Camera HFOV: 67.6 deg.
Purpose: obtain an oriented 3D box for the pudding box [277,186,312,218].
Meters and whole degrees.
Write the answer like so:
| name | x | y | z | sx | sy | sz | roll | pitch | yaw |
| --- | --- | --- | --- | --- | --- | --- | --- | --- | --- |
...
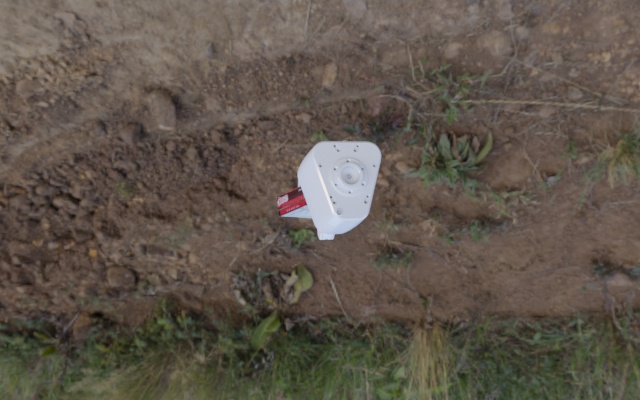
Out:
| name | x | y | z | sx | sy | sz | roll | pitch | yaw |
| --- | --- | --- | --- | --- | --- | --- | --- | --- | --- |
| pudding box | 0.000 | 0.003 | 0.768 | 0.113 | 0.039 | 0.090 | 7 | -18 | -38 |
